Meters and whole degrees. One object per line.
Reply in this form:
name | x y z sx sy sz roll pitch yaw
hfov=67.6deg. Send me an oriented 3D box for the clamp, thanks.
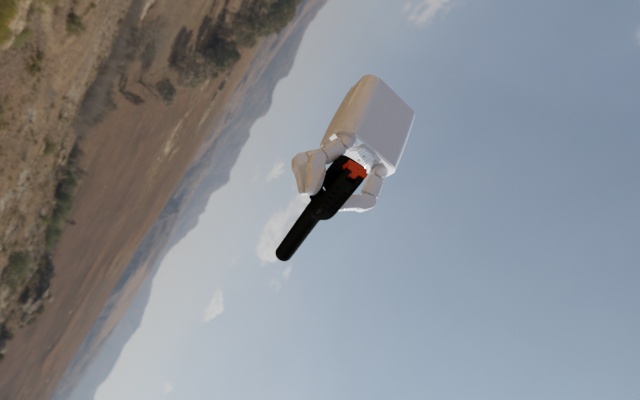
clamp | 0.001 0.002 0.664 0.036 0.164 0.210 28 -21 -14
